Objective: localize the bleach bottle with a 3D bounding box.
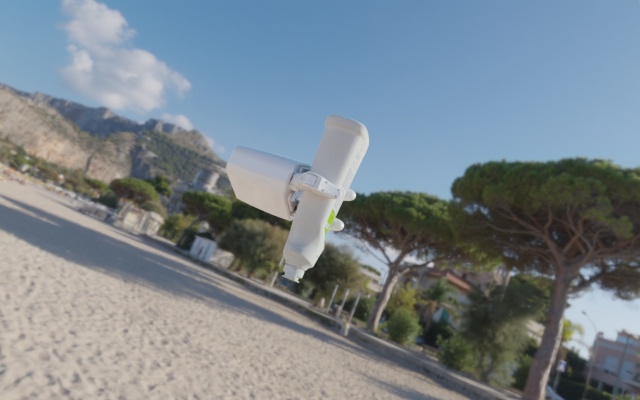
[{"bbox_3d":[0.000,0.002,0.733,0.068,0.250,0.102,19,-11,15],"label":"bleach bottle"}]
